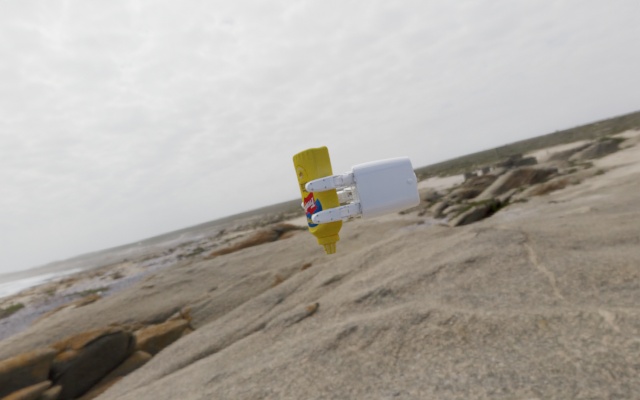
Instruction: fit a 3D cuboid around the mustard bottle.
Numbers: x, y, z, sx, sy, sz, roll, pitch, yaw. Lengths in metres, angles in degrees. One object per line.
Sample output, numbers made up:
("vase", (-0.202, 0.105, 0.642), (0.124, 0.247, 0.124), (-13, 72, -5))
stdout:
("mustard bottle", (0.000, 0.003, 0.868), (0.058, 0.191, 0.096), (-13, 0, -26))
